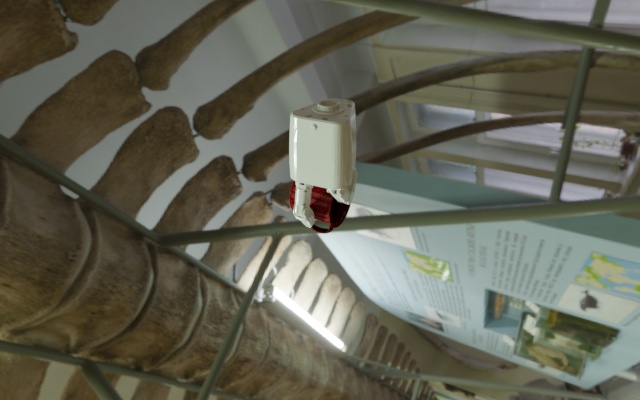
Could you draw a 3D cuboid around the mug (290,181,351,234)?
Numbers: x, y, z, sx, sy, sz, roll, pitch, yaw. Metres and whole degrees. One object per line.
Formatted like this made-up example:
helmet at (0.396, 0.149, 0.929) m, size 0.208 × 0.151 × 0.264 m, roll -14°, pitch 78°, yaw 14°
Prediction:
mug at (0.000, 0.004, 0.825) m, size 0.081 × 0.117 × 0.093 m, roll 15°, pitch 31°, yaw 23°
